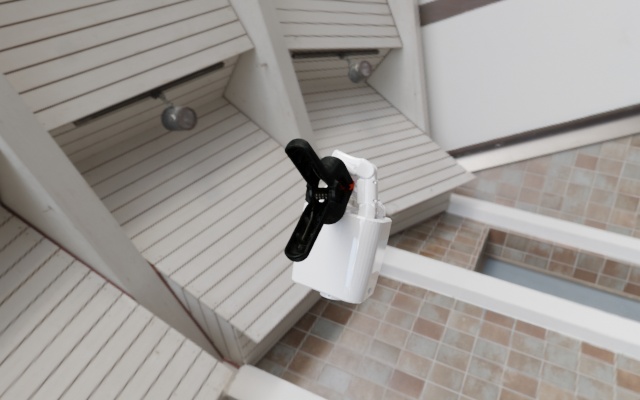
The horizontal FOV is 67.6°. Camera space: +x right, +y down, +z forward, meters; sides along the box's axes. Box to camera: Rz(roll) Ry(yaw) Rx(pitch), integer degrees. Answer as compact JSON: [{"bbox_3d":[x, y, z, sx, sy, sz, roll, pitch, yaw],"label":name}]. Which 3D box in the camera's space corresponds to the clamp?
[{"bbox_3d":[0.000,0.002,0.527,0.039,0.120,0.171,11,3,22],"label":"clamp"}]
